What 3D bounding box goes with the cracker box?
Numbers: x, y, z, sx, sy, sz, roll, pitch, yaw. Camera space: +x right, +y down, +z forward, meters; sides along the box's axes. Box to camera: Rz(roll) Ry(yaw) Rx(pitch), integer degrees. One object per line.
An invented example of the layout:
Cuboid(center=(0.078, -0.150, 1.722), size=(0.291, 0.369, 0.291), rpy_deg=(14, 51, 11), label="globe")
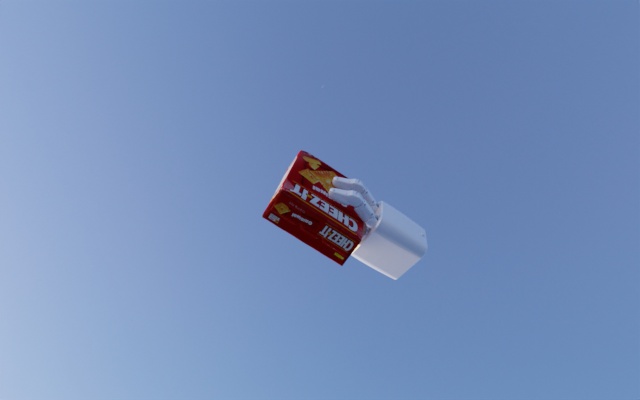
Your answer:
Cuboid(center=(0.000, 0.003, 0.887), size=(0.164, 0.072, 0.213), rpy_deg=(32, 24, -7), label="cracker box")
